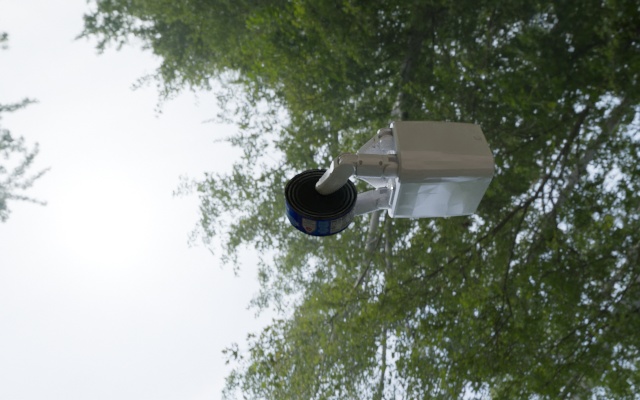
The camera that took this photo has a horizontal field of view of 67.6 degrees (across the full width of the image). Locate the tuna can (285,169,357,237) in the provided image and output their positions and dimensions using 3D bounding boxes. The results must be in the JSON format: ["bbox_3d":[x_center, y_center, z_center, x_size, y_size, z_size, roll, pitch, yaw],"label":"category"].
[{"bbox_3d":[0.000,0.002,0.571,0.086,0.034,0.086,2,44,-1],"label":"tuna can"}]
